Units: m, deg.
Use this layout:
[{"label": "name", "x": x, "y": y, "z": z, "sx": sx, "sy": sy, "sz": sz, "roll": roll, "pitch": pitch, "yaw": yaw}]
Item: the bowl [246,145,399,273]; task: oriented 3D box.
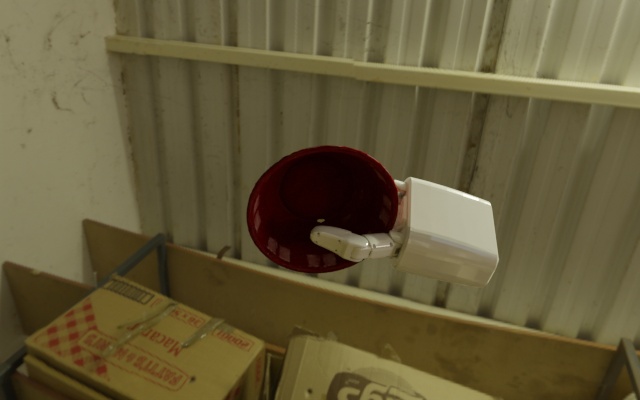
[{"label": "bowl", "x": -0.001, "y": 0.001, "z": 0.521, "sx": 0.162, "sy": 0.162, "sz": 0.055, "roll": 0, "pitch": 33, "yaw": -10}]
